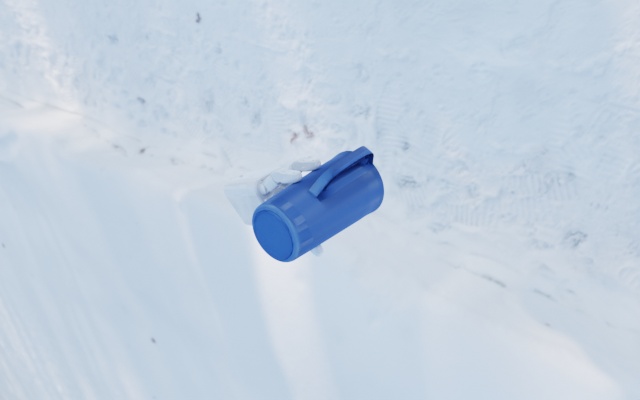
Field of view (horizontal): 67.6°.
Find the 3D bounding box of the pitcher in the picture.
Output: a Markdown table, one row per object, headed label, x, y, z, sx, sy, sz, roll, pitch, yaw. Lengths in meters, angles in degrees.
| label | x | y | z | sx | sy | sz | roll | pitch | yaw |
| --- | --- | --- | --- | --- | --- | --- | --- | --- | --- |
| pitcher | 0.000 | 0.003 | 0.852 | 0.145 | 0.149 | 0.242 | 1 | 24 | 43 |
